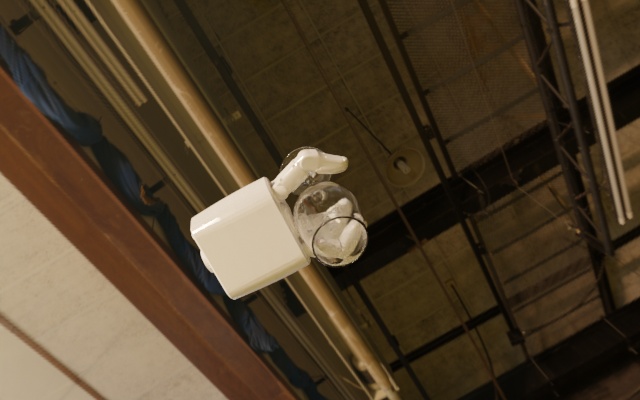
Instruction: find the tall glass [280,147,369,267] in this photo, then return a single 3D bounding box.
[{"bbox_3d":[0.000,0.002,0.585,0.079,0.079,0.201,0,25,-14],"label":"tall glass"}]
